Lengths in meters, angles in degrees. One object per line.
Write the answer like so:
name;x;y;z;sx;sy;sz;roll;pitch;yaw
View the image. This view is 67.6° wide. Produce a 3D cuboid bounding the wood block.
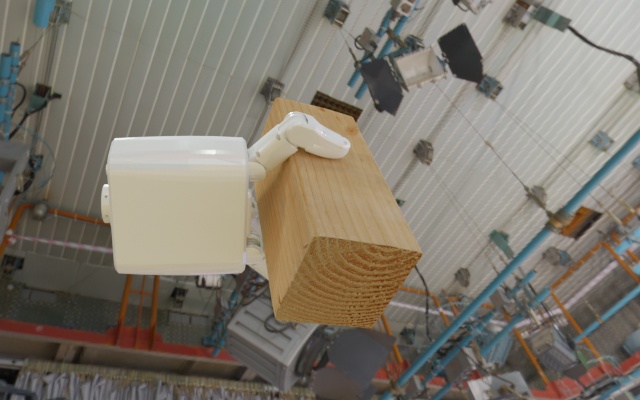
wood block;0.000;0.001;0.432;0.090;0.091;0.206;11;35;-22
